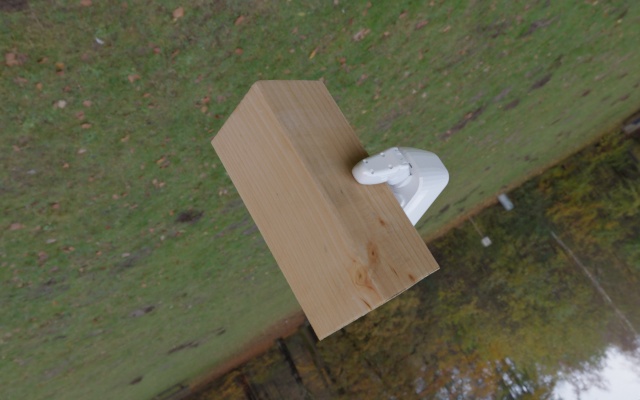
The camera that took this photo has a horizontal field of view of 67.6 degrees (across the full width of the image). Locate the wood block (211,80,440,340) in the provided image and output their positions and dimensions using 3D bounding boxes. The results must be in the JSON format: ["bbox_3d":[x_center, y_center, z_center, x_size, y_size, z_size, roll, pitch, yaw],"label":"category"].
[{"bbox_3d":[0.001,0.001,0.428,0.090,0.206,0.091,-16,-20,-49],"label":"wood block"}]
